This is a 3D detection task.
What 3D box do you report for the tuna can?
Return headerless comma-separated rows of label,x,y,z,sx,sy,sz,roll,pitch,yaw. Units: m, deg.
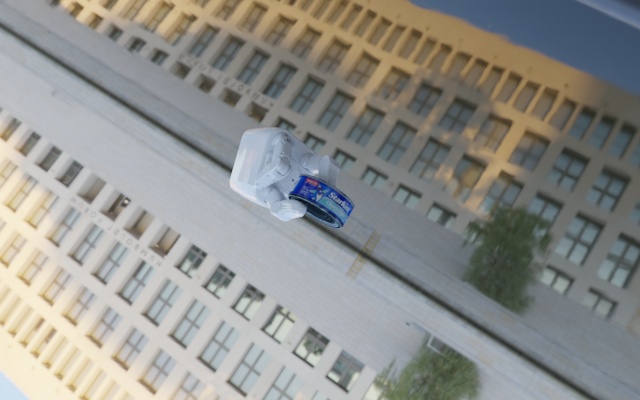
tuna can,0.000,0.003,0.636,0.086,0.033,0.086,29,-13,8
